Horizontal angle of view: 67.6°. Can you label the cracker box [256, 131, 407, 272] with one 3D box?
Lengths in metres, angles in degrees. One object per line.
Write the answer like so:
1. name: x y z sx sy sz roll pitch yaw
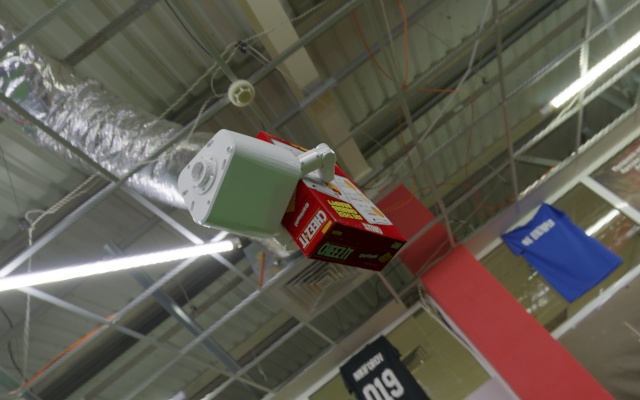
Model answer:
1. cracker box: 0.000 0.002 0.692 0.164 0.072 0.213 17 26 -46
